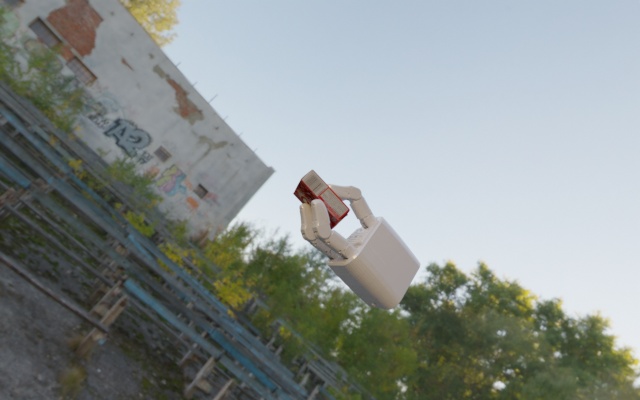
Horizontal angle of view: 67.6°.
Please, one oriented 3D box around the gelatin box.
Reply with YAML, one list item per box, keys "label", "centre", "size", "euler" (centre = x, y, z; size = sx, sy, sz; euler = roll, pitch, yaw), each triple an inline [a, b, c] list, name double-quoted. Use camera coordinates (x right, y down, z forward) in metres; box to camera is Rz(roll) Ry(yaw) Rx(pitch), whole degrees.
- label: "gelatin box"
  centre: [0.000, 0.002, 0.754]
  size: [0.030, 0.089, 0.073]
  euler: [-41, -4, -20]
